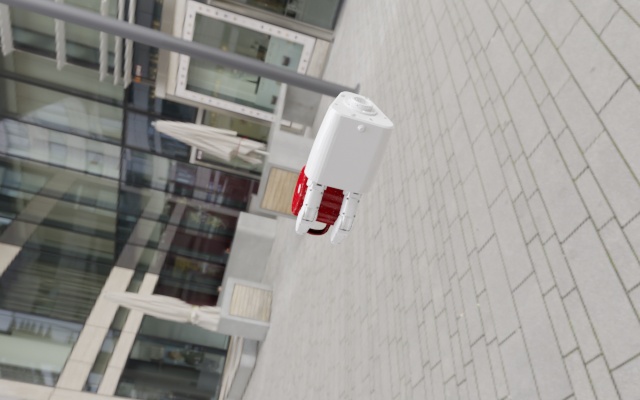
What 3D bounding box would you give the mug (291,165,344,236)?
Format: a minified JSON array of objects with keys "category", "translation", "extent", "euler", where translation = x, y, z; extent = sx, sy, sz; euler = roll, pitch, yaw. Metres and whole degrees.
[{"category":"mug","translation":[-0.001,0.004,0.744],"extent":[0.081,0.117,0.093],"euler":[15,29,-10]}]
